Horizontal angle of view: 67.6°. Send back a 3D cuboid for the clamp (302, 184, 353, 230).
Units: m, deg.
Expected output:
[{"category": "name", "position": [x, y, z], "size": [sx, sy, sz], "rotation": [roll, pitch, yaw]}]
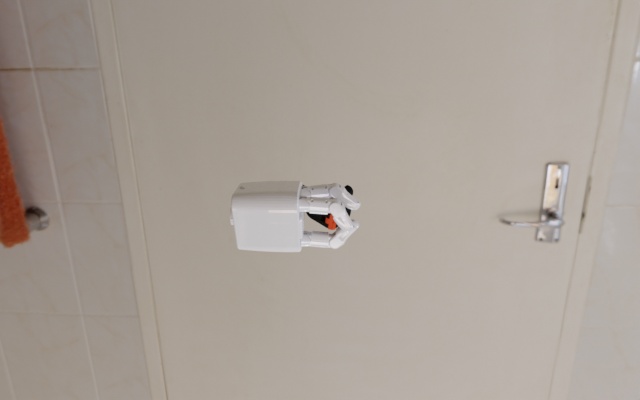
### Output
[{"category": "clamp", "position": [0.000, 0.003, 0.844], "size": [0.120, 0.039, 0.171], "rotation": [1, 18, 2]}]
